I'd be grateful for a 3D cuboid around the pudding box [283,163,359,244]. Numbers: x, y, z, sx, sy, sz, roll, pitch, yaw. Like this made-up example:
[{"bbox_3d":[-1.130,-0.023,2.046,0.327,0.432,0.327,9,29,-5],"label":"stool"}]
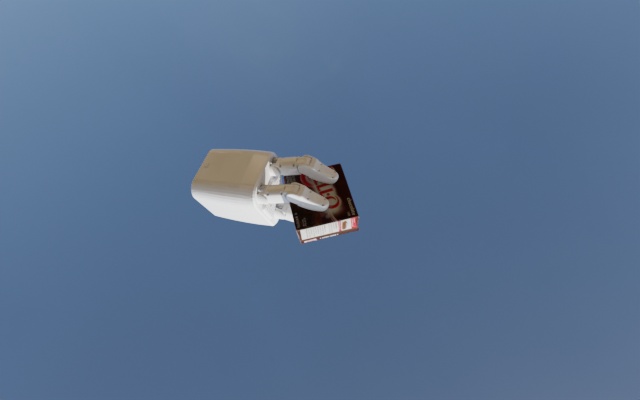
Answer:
[{"bbox_3d":[0.000,0.002,0.699,0.090,0.113,0.039,-14,-39,-3],"label":"pudding box"}]
